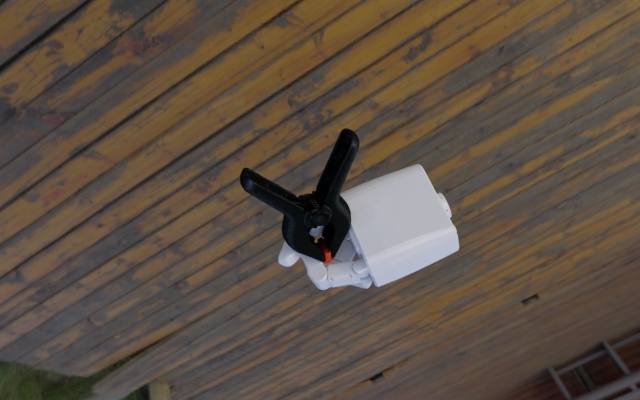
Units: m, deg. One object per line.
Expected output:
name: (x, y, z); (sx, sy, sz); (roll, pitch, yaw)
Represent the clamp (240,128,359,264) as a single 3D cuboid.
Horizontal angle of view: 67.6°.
clamp: (0.000, 0.002, 0.504); (0.120, 0.039, 0.172); (-24, -40, 2)
